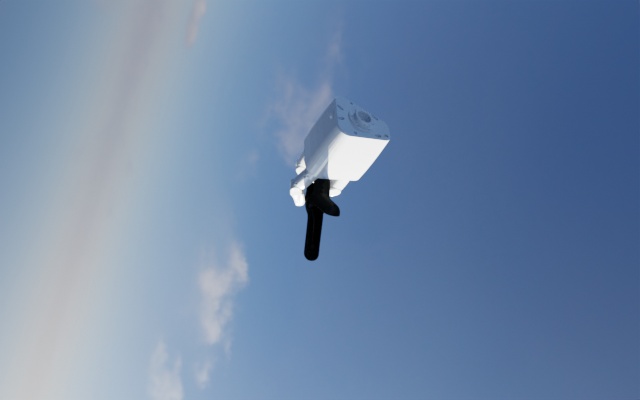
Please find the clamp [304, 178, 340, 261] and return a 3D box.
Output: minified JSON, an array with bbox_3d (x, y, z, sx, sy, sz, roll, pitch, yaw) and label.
[{"bbox_3d":[0.001,0.003,0.804,0.039,0.171,0.120,15,-42,-22],"label":"clamp"}]
